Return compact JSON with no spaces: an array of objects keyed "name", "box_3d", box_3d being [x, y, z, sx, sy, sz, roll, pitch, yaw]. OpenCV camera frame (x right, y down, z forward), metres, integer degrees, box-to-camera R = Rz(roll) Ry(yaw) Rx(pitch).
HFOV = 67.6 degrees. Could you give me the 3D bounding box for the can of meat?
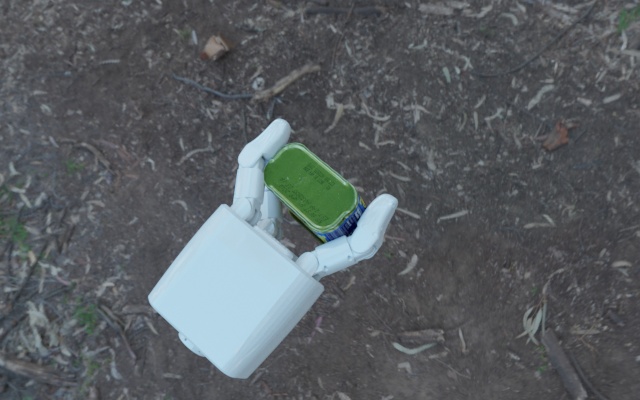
[{"name":"can of meat","box_3d":[0.000,0.001,0.453,0.102,0.057,0.084,40,-5,27]}]
